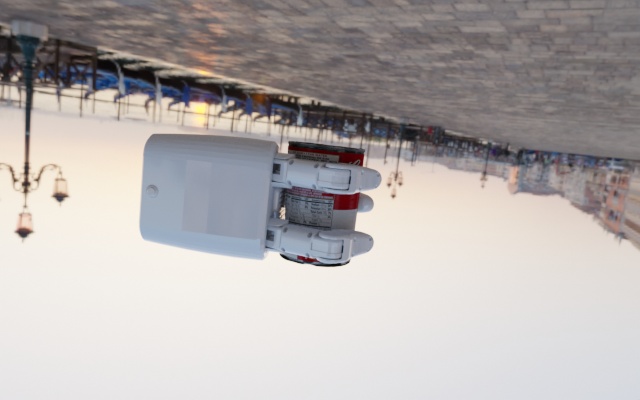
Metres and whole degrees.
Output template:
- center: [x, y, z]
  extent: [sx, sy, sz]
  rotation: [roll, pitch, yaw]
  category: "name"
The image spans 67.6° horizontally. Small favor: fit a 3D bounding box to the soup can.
- center: [0.001, 0.002, 0.425]
  extent: [0.068, 0.102, 0.068]
  rotation: [6, 7, -1]
  category: "soup can"
